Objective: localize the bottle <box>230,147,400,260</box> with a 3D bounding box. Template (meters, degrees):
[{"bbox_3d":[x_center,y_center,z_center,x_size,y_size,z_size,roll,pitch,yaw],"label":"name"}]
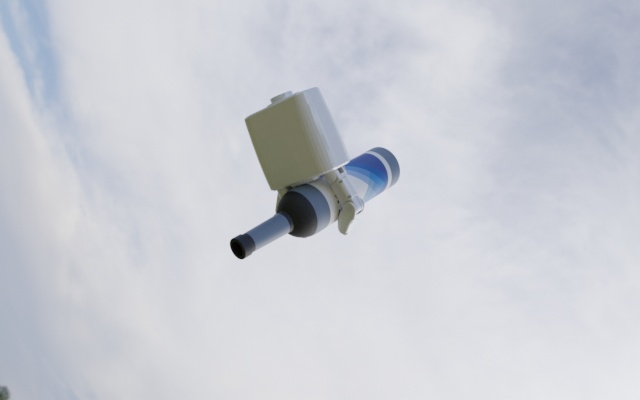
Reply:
[{"bbox_3d":[0.000,0.002,0.646,0.069,0.069,0.295,0,21,45],"label":"bottle"}]
